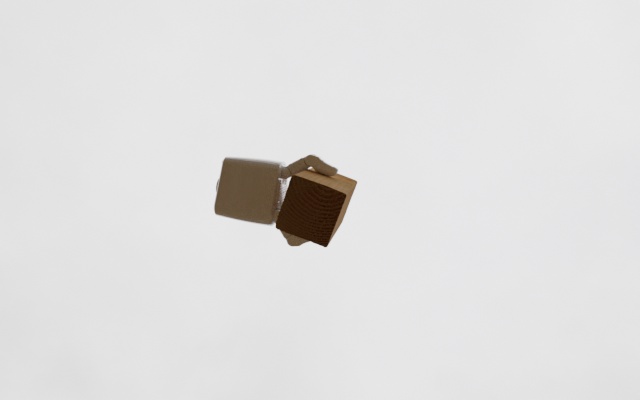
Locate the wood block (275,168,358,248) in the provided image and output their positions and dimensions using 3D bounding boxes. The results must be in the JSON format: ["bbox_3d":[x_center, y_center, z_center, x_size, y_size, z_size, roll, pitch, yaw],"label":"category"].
[{"bbox_3d":[0.000,0.002,0.818,0.090,0.091,0.206,20,11,6],"label":"wood block"}]
